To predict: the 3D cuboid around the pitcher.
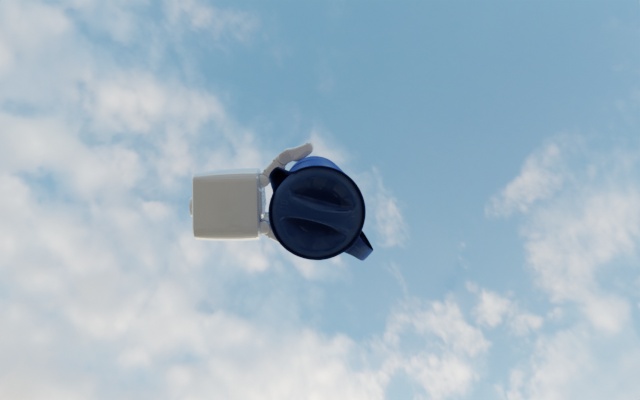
[{"bbox_3d":[0.000,0.002,0.761,0.145,0.149,0.242,-4,12,0],"label":"pitcher"}]
